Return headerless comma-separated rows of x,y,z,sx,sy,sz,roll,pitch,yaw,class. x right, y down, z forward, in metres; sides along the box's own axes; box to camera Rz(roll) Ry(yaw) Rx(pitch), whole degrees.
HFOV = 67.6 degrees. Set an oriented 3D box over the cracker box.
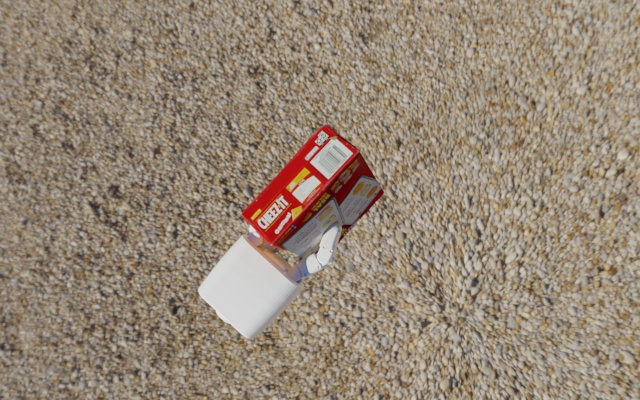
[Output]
0.000,0.002,0.696,0.072,0.164,0.214,43,1,21,cracker box
